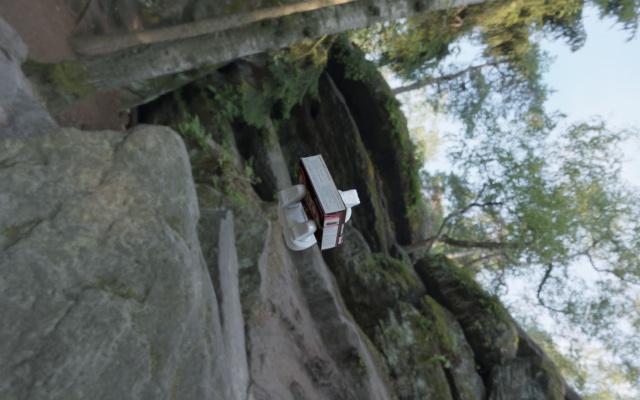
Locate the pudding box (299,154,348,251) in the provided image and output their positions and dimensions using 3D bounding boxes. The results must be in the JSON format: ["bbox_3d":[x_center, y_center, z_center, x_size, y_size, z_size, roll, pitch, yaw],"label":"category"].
[{"bbox_3d":[0.000,0.002,0.700,0.039,0.113,0.090,-15,-36,-15],"label":"pudding box"}]
